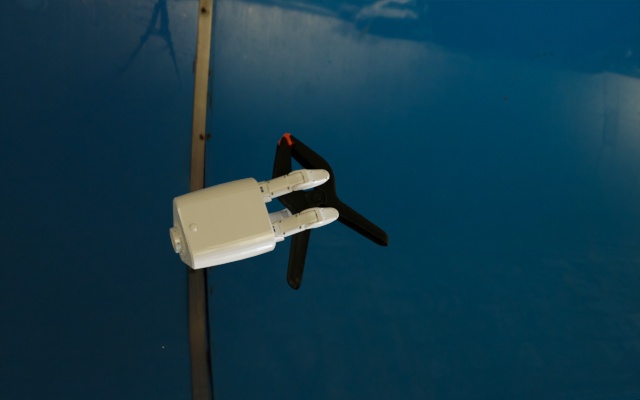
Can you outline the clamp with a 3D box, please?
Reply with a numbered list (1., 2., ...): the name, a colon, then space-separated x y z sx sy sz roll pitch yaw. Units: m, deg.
1. clamp: -0.001 0.002 0.671 0.164 0.210 0.036 -14 -11 -27
